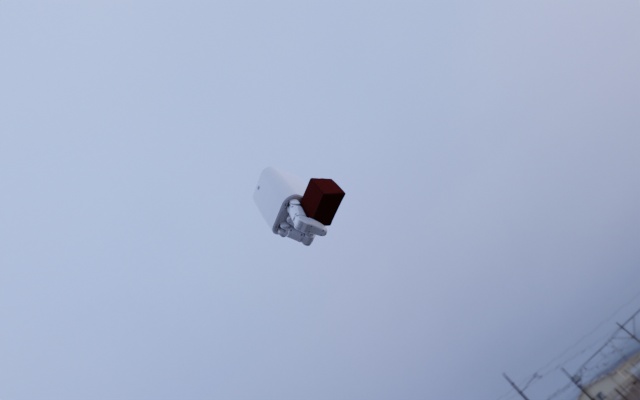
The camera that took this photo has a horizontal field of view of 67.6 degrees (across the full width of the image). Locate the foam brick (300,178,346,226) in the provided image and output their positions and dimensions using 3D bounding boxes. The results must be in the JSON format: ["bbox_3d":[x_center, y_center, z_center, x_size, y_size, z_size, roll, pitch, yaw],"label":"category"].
[{"bbox_3d":[0.000,0.003,0.886,0.053,0.078,0.051,1,37,-37],"label":"foam brick"}]
